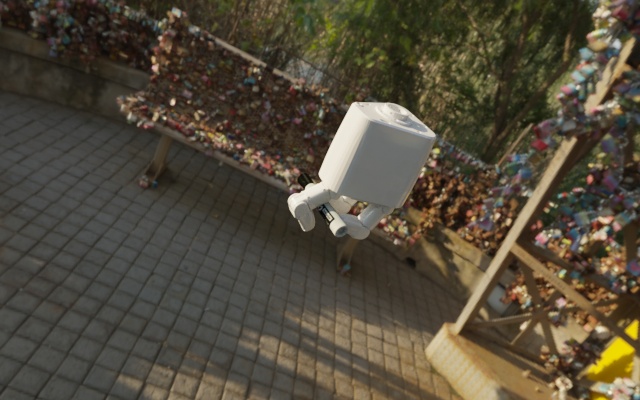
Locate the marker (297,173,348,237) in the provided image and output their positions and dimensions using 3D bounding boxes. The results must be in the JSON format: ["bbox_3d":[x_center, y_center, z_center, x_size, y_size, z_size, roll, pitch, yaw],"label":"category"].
[{"bbox_3d":[0.000,0.002,0.625,0.020,0.020,0.121,0,37,-33],"label":"marker"}]
